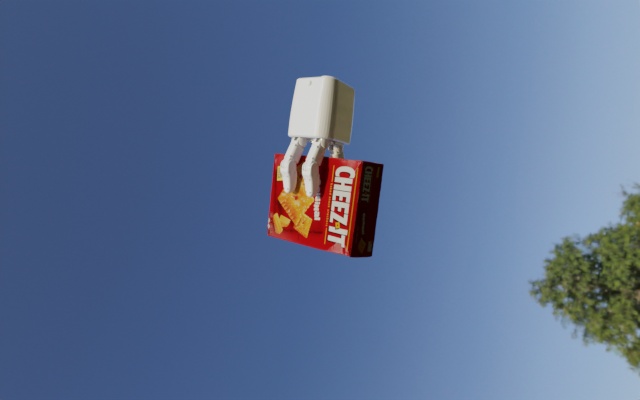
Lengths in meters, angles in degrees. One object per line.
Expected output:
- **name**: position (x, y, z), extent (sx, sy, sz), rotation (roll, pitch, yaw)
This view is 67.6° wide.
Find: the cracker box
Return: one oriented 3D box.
- **cracker box**: position (0.000, 0.003, 0.869), extent (0.213, 0.164, 0.072), rotation (10, 5, 42)
